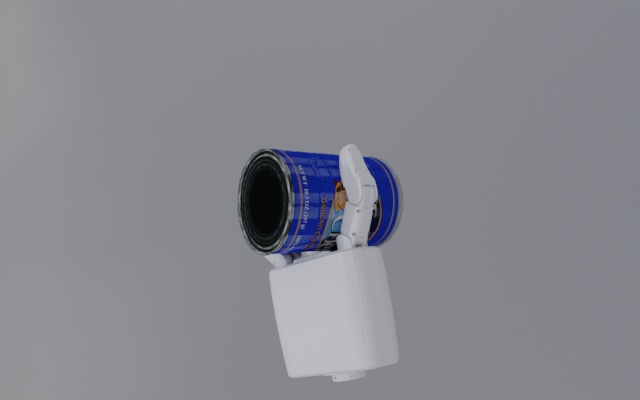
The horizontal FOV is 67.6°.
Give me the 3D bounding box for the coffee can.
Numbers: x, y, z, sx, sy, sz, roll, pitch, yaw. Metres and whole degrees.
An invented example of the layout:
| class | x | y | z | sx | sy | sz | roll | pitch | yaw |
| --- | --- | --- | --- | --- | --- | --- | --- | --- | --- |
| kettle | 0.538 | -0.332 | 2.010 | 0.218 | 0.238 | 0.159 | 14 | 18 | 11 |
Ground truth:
| class | x | y | z | sx | sy | sz | roll | pitch | yaw |
| --- | --- | --- | --- | --- | --- | --- | --- | --- | --- |
| coffee can | 0.000 | 0.001 | 0.494 | 0.140 | 0.103 | 0.103 | 0 | 0 | -37 |
